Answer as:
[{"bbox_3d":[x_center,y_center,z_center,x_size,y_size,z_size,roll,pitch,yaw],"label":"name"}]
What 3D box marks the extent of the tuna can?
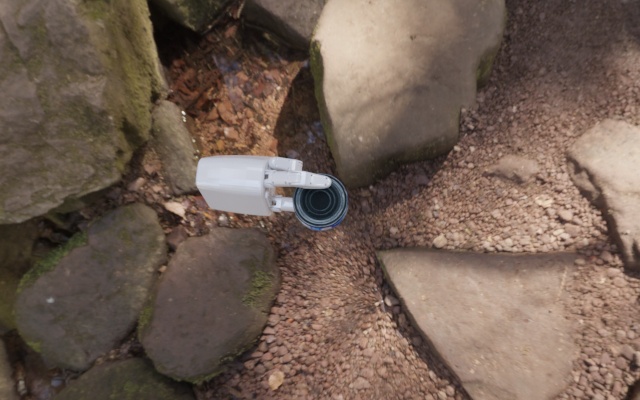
[{"bbox_3d":[0.000,0.002,0.732,0.086,0.086,0.034,0,-11,2],"label":"tuna can"}]
